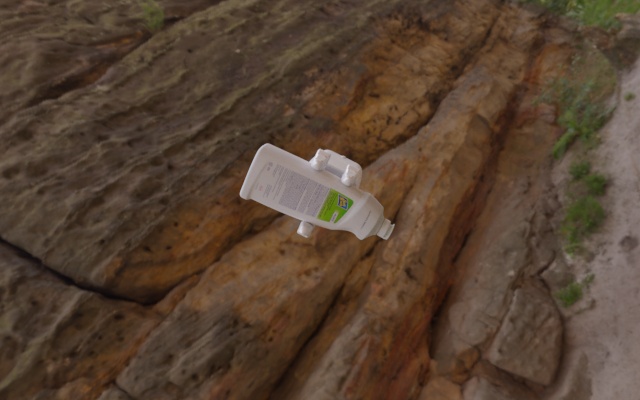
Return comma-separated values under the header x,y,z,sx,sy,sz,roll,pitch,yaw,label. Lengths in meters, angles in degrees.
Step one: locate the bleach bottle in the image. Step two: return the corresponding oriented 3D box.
x,y,z,sx,sy,sz,roll,pitch,yaw,label
0.000,0.002,0.792,0.251,0.102,0.068,27,21,2,bleach bottle
